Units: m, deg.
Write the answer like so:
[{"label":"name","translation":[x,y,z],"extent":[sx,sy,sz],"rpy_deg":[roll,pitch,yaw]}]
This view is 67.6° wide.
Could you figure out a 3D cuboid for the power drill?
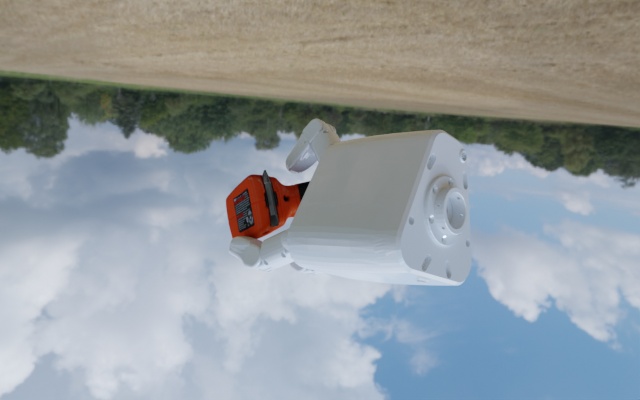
[{"label":"power drill","translation":[0.000,0.002,0.508],"extent":[0.187,0.057,0.184],"rpy_deg":[-10,-9,-26]}]
